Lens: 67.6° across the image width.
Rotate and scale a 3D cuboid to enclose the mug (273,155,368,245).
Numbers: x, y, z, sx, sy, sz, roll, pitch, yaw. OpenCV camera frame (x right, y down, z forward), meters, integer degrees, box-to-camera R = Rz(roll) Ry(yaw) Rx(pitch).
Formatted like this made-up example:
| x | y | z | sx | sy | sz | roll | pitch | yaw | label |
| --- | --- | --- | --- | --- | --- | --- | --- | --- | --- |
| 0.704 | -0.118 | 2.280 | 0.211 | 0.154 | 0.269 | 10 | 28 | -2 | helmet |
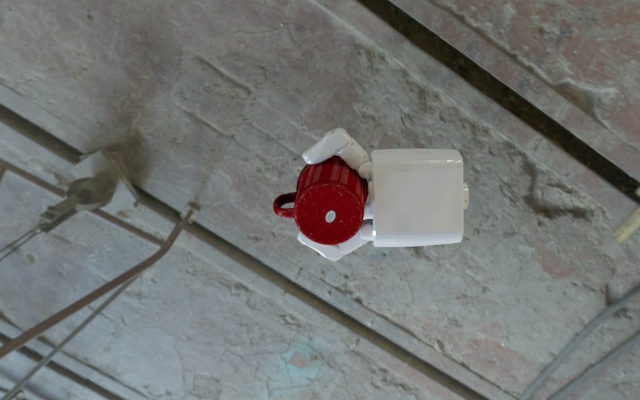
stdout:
| x | y | z | sx | sy | sz | roll | pitch | yaw | label |
| --- | --- | --- | --- | --- | --- | --- | --- | --- | --- |
| -0.001 | 0.002 | 0.576 | 0.117 | 0.093 | 0.081 | -2 | 23 | 6 | mug |
